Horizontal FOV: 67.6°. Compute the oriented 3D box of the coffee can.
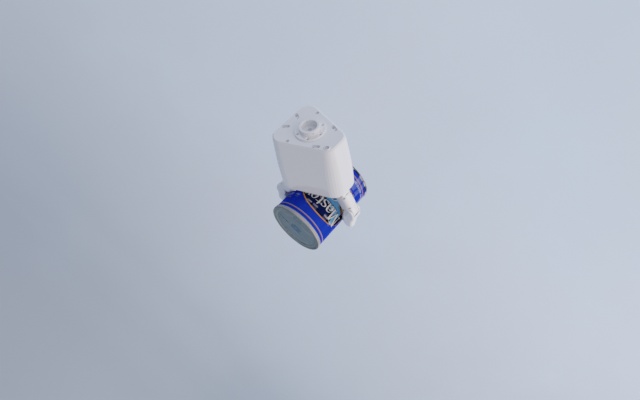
[{"bbox_3d":[0.000,0.003,0.850,0.140,0.103,0.103,-47,23,-24],"label":"coffee can"}]
